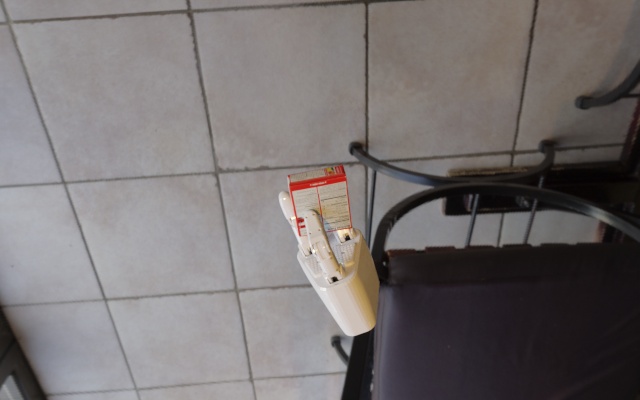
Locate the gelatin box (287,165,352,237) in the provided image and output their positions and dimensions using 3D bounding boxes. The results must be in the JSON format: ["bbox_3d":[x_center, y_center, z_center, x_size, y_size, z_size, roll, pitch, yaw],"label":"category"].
[{"bbox_3d":[0.000,0.002,0.621,0.073,0.089,0.030,-10,38,-2],"label":"gelatin box"}]
